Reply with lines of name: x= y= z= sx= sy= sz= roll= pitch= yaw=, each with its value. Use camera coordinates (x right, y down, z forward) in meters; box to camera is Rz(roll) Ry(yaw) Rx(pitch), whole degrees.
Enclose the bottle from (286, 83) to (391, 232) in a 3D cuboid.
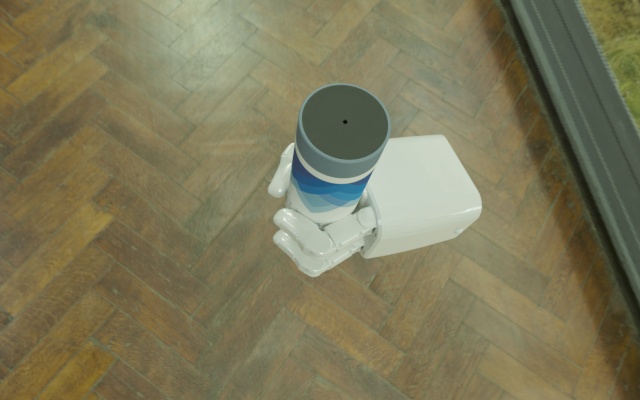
bottle: x=0.000 y=0.001 z=0.470 sx=0.069 sy=0.069 sz=0.296 roll=0 pitch=-23 yaw=-7
